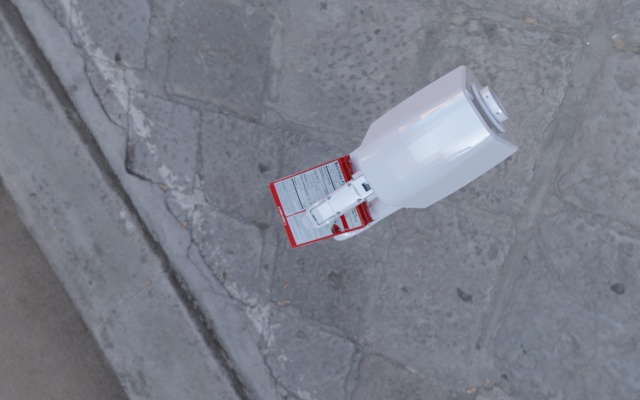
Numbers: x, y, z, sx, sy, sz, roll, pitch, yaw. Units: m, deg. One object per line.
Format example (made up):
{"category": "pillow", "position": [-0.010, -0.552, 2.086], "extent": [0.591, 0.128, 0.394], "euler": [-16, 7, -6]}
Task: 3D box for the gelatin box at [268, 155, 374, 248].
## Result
{"category": "gelatin box", "position": [0.000, 0.002, 0.489], "extent": [0.089, 0.073, 0.030], "euler": [-19, 5, 25]}
